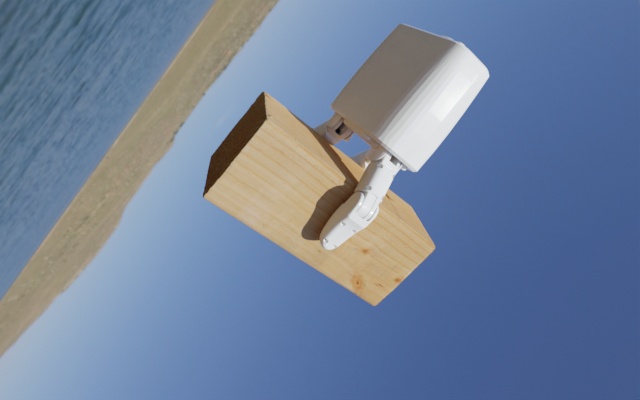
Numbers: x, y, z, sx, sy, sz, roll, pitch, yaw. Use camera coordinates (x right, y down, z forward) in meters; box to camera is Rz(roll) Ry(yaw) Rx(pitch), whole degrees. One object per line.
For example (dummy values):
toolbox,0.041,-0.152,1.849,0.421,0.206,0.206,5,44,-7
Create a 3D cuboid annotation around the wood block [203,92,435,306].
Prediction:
wood block,0.000,0.001,0.465,0.206,0.090,0.090,35,18,-23
